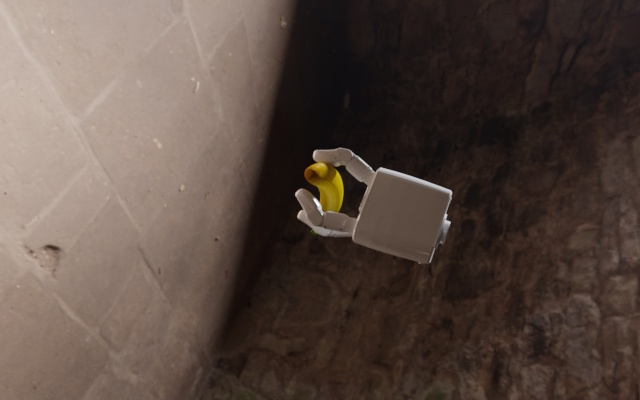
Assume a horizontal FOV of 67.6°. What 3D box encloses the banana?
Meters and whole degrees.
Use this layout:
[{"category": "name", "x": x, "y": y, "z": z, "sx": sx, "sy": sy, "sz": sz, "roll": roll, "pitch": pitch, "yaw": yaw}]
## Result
[{"category": "banana", "x": 0.009, "y": -0.011, "z": 0.727, "sx": 0.037, "sy": 0.069, "sz": 0.198, "roll": 22, "pitch": -25, "yaw": 15}]
